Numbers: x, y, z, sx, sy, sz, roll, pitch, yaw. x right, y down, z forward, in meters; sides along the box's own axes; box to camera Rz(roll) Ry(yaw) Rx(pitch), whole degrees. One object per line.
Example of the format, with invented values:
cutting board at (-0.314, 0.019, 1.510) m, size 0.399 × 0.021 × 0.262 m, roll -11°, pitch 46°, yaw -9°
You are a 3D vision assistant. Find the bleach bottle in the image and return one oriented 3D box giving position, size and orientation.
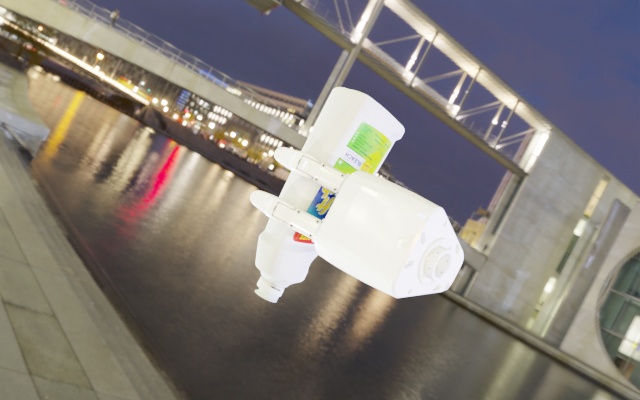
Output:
bleach bottle at (0.000, 0.002, 0.556) m, size 0.068 × 0.251 × 0.102 m, roll 27°, pitch -1°, yaw 43°
